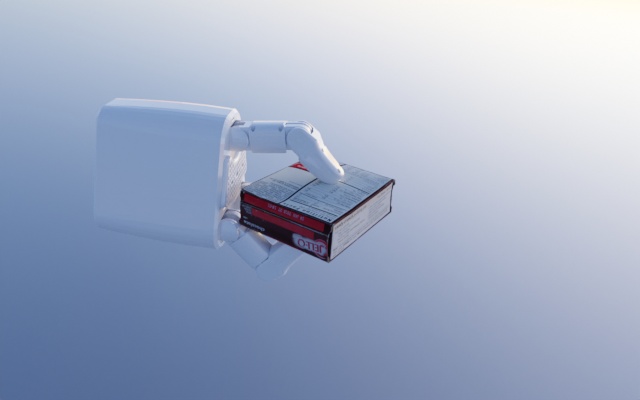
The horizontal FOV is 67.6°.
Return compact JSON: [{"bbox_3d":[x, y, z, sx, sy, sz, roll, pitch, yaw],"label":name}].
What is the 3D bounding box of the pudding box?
[{"bbox_3d":[0.000,0.001,0.410,0.090,0.039,0.113,21,32,27],"label":"pudding box"}]
